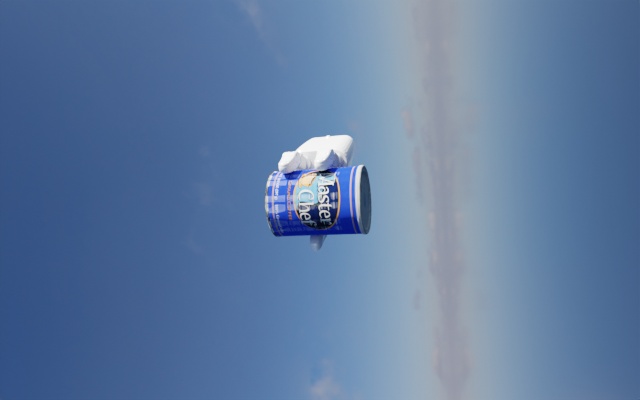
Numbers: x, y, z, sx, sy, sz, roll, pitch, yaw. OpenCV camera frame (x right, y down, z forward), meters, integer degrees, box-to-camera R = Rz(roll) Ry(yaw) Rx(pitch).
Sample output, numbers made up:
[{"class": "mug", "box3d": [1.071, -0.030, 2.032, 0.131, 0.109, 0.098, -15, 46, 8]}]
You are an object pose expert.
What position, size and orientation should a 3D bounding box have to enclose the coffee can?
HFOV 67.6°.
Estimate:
[{"class": "coffee can", "box3d": [0.000, 0.002, 0.723, 0.140, 0.103, 0.103, -3, -1, 15]}]
